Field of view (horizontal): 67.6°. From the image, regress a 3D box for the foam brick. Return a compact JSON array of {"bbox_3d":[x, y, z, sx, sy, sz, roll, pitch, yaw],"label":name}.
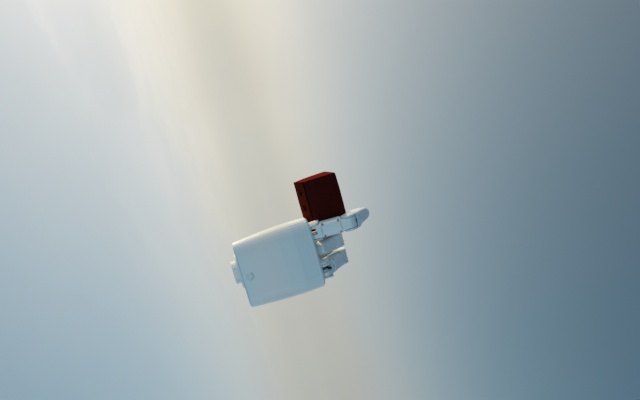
[{"bbox_3d":[0.000,0.002,0.684,0.051,0.078,0.053,-17,8,-15],"label":"foam brick"}]
